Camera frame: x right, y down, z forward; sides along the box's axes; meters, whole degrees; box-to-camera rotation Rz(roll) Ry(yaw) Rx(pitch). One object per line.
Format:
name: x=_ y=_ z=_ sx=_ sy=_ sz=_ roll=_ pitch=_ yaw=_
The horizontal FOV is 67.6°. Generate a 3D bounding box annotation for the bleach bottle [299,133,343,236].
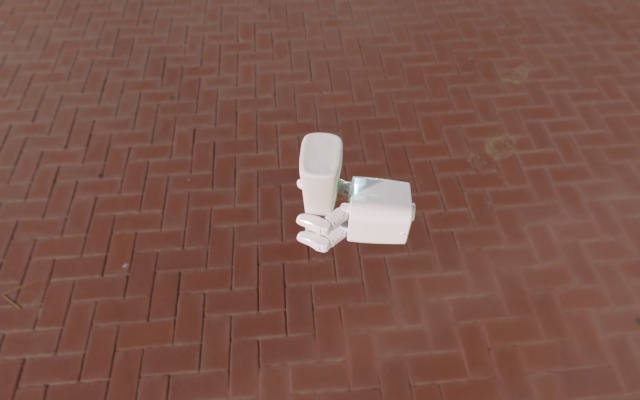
bleach bottle: x=0.000 y=0.003 z=0.853 sx=0.068 sy=0.102 sz=0.251 roll=4 pitch=-37 yaw=3
